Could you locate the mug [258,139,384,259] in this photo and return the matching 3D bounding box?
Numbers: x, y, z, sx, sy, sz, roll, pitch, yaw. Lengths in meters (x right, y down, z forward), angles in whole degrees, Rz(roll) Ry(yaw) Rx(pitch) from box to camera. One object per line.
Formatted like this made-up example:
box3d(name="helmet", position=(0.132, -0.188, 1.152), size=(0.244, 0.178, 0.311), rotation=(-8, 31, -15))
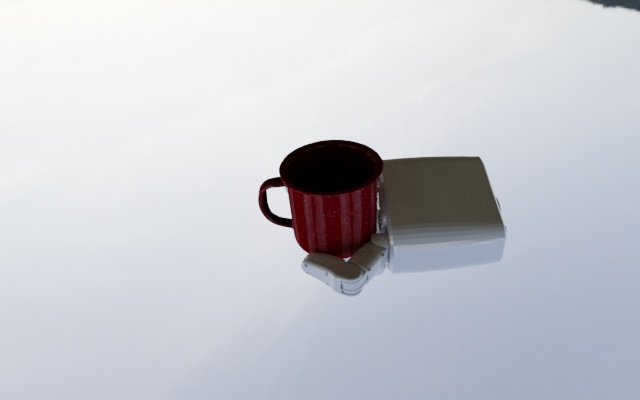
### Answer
box3d(name="mug", position=(-0.001, 0.002, 0.448), size=(0.117, 0.082, 0.093), rotation=(-4, 36, 2))
